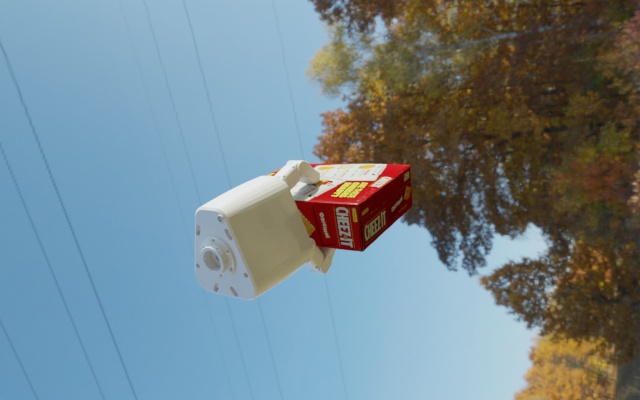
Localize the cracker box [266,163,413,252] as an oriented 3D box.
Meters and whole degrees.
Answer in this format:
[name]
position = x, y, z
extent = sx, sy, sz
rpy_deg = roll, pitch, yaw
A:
[cracker box]
position = 0.000, 0.002, 0.673
extent = 0.213, 0.072, 0.164
rpy_deg = 4, 22, 33
